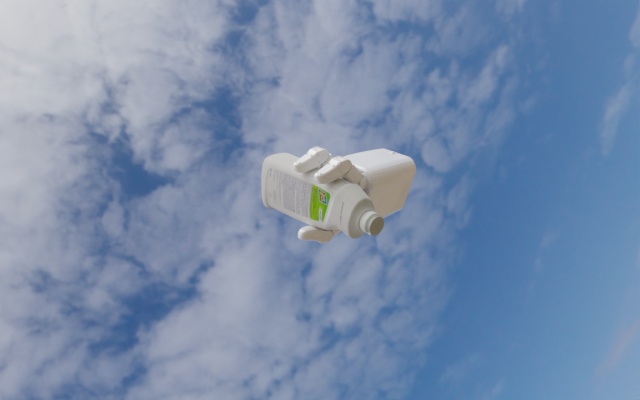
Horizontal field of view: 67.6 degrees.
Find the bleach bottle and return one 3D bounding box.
[{"bbox_3d":[0.000,0.002,0.743,0.068,0.103,0.250,-17,29,-34],"label":"bleach bottle"}]
